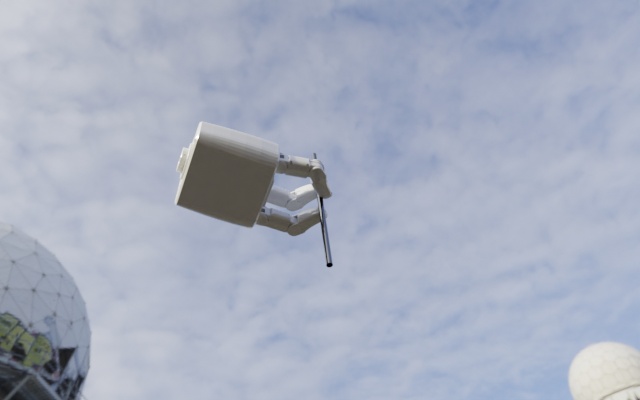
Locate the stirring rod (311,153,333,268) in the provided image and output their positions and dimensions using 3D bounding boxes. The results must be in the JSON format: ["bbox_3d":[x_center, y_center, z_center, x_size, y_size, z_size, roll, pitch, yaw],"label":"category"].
[{"bbox_3d":[0.000,0.002,0.652,0.011,0.011,0.239,0,38,-6],"label":"stirring rod"}]
